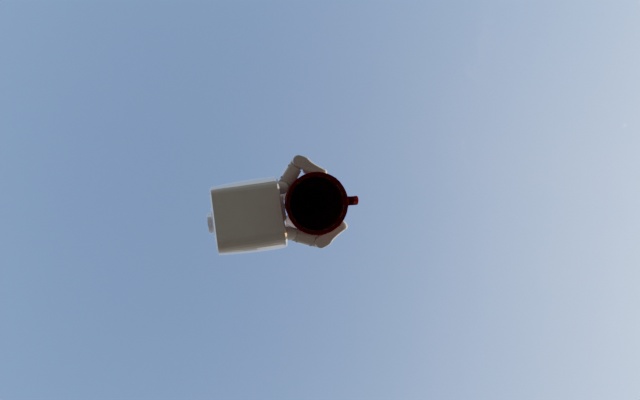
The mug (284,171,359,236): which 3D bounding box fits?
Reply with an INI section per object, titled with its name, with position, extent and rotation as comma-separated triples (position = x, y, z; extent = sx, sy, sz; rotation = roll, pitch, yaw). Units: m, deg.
[mug]
position = 0.001, 0.002, 0.734
extent = 0.117, 0.093, 0.081
rotation = -7, 2, -10
